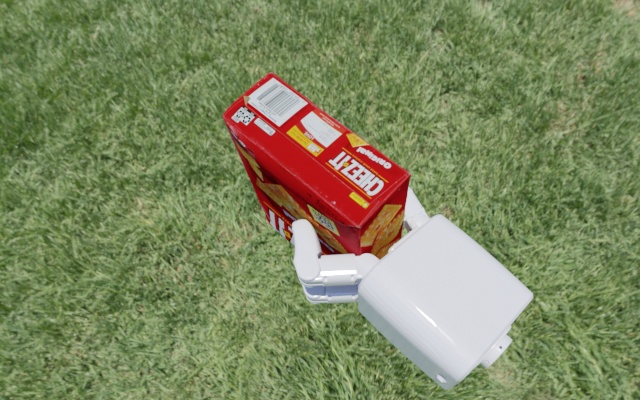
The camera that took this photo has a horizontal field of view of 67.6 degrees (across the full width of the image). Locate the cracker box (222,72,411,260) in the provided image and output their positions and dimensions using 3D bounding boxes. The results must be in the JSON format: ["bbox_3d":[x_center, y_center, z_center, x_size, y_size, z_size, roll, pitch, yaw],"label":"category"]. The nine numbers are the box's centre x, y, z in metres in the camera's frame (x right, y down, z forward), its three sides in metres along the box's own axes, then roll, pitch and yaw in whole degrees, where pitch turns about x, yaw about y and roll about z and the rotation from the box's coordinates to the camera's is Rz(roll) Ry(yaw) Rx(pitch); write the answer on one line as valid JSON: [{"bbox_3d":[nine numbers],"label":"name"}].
[{"bbox_3d":[0.000,0.001,0.478,0.164,0.072,0.214,40,-18,22],"label":"cracker box"}]
